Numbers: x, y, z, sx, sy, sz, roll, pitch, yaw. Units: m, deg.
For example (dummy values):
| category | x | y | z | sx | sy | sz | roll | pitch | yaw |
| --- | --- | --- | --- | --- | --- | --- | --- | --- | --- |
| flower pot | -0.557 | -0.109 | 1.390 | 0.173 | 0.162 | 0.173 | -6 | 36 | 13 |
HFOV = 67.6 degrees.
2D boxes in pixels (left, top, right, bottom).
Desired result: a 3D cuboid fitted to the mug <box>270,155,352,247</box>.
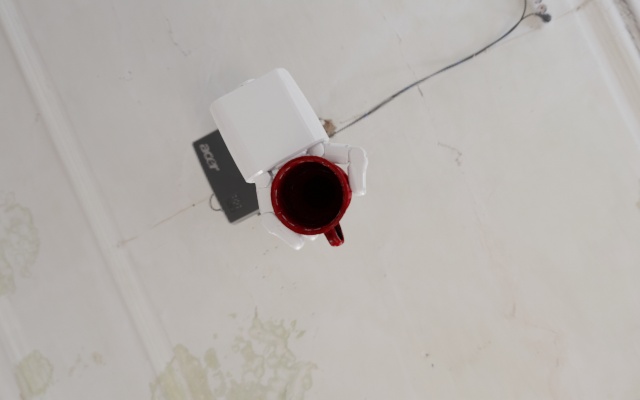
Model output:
| category | x | y | z | sx | sy | sz | roll | pitch | yaw |
| --- | --- | --- | --- | --- | --- | --- | --- | --- | --- |
| mug | 0.001 | 0.003 | 0.589 | 0.093 | 0.117 | 0.081 | -28 | -1 | 12 |
